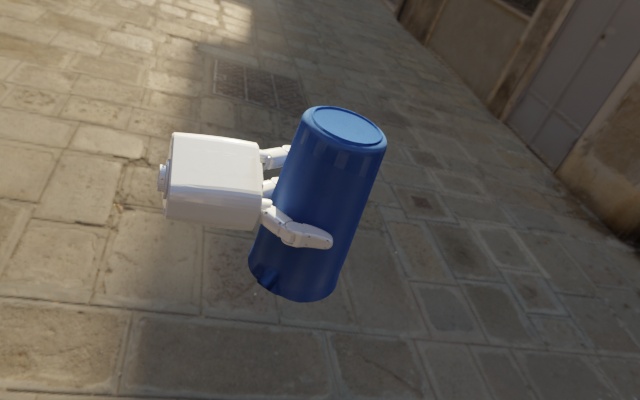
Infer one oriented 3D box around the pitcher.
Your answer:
[{"bbox_3d":[0.000,0.002,0.634,0.145,0.243,0.149,8,34,-20],"label":"pitcher"}]
